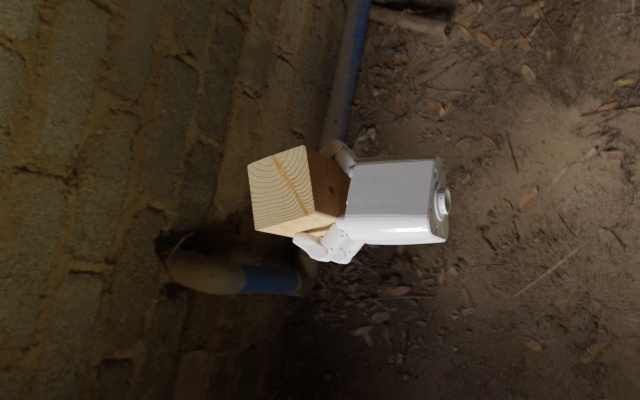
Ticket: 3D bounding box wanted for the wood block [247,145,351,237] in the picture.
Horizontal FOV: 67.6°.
[{"bbox_3d":[0.000,0.002,0.669,0.090,0.090,0.206,-17,-18,26],"label":"wood block"}]
